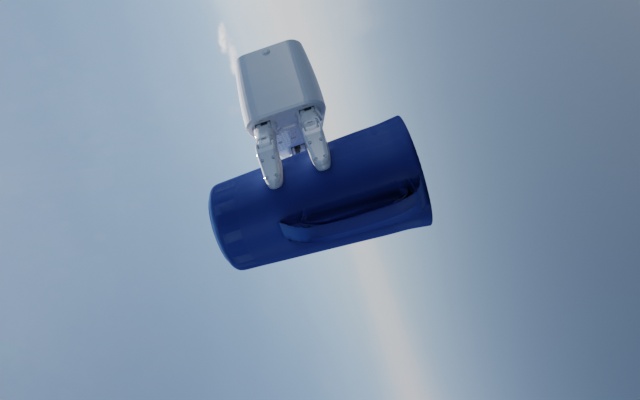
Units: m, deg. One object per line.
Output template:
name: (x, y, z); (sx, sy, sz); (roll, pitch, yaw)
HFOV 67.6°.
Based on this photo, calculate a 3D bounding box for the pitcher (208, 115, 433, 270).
pitcher: (0.000, 0.002, 0.552); (0.243, 0.145, 0.149); (-18, -24, 4)
